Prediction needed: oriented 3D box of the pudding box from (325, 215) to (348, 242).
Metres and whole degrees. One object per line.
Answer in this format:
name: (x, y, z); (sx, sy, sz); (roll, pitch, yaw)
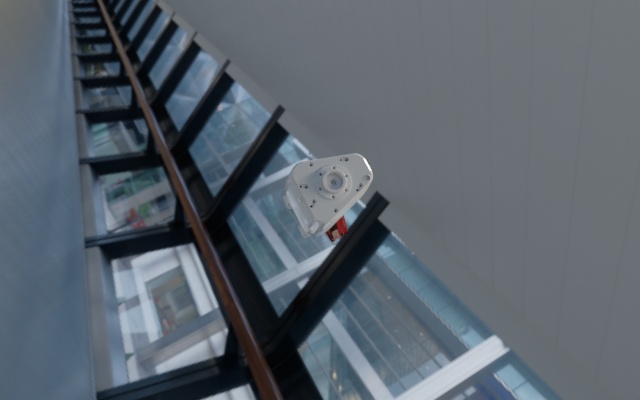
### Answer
pudding box: (0.000, 0.003, 0.808); (0.039, 0.113, 0.090); (-27, -35, -9)
